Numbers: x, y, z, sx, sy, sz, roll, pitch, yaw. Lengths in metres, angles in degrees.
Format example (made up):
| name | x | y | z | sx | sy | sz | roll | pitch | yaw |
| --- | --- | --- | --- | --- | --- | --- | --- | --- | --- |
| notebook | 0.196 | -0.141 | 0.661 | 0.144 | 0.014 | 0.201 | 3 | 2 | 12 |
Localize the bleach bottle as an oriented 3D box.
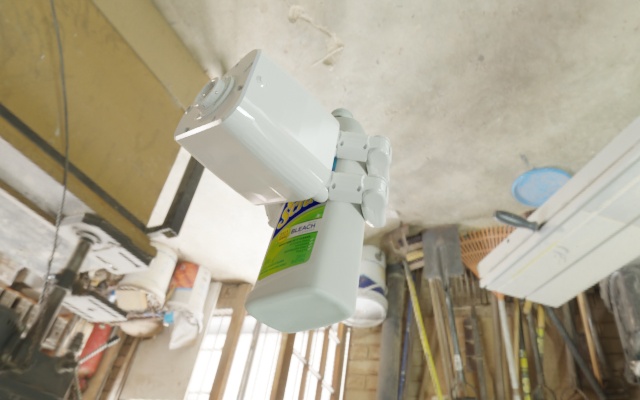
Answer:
| name | x | y | z | sx | sy | sz | roll | pitch | yaw |
| --- | --- | --- | --- | --- | --- | --- | --- | --- | --- |
| bleach bottle | 0.000 | 0.002 | 0.489 | 0.102 | 0.250 | 0.068 | -24 | -50 | 36 |
